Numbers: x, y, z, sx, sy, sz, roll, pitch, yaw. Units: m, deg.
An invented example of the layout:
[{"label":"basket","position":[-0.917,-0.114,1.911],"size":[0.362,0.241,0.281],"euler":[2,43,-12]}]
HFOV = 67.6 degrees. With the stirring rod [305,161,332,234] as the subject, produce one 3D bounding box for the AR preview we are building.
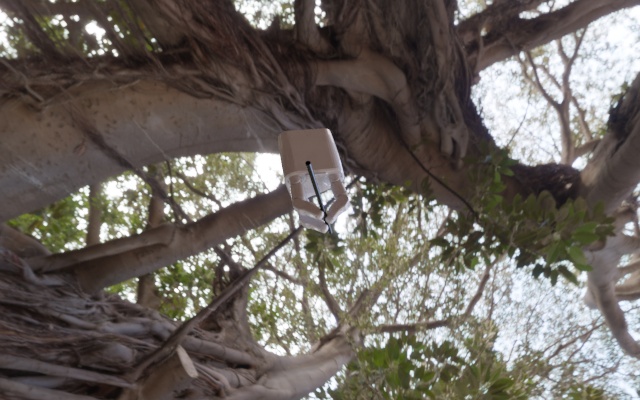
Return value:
[{"label":"stirring rod","position":[0.000,0.003,0.813],"size":[0.011,0.011,0.240],"euler":[0,-29,10]}]
